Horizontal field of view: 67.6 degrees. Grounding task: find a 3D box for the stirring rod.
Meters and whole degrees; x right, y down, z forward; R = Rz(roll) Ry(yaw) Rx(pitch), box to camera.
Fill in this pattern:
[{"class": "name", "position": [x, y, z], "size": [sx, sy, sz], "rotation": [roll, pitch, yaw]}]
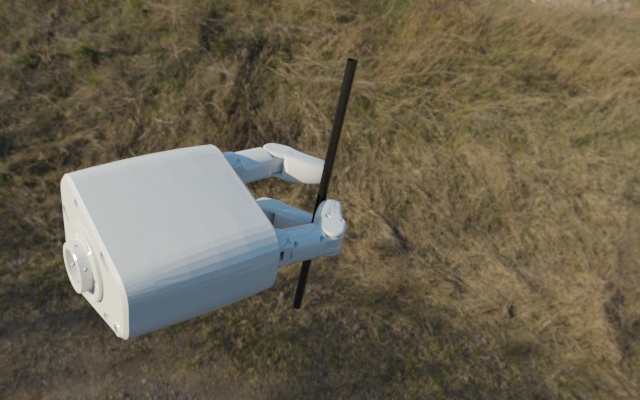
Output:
[{"class": "stirring rod", "position": [0.000, 0.001, 0.401], "size": [0.011, 0.240, 0.011], "rotation": [9, 31, -6]}]
